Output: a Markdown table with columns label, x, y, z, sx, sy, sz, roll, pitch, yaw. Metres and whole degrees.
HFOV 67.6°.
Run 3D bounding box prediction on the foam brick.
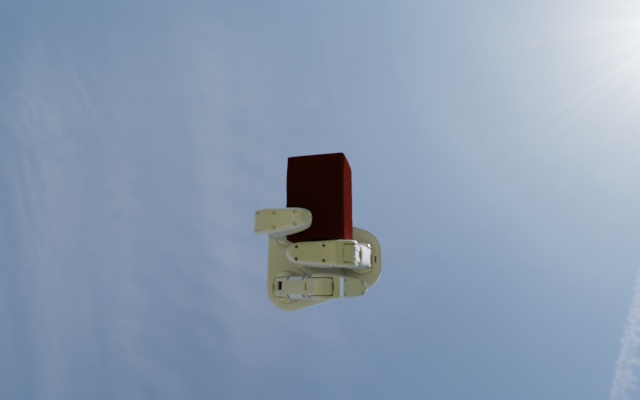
| label | x | y | z | sx | sy | sz | roll | pitch | yaw |
| --- | --- | --- | --- | --- | --- | --- | --- | --- | --- |
| foam brick | 0.000 | 0.001 | 0.438 | 0.053 | 0.078 | 0.051 | -2 | -11 | 12 |
